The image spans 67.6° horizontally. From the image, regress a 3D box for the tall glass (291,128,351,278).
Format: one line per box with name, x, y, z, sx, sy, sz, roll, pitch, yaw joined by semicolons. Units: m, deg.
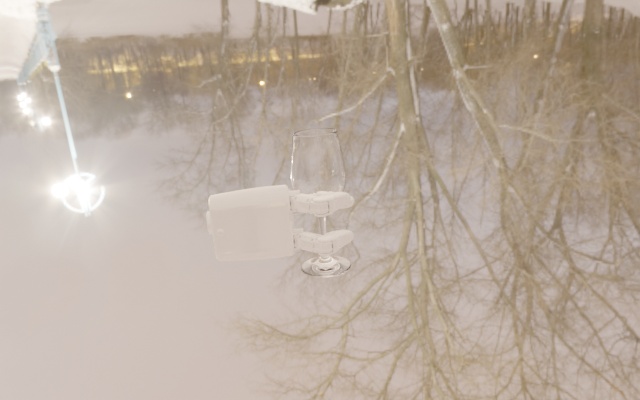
tall glass;0.000;0.003;0.674;0.079;0.201;0.079;-4;16;1
